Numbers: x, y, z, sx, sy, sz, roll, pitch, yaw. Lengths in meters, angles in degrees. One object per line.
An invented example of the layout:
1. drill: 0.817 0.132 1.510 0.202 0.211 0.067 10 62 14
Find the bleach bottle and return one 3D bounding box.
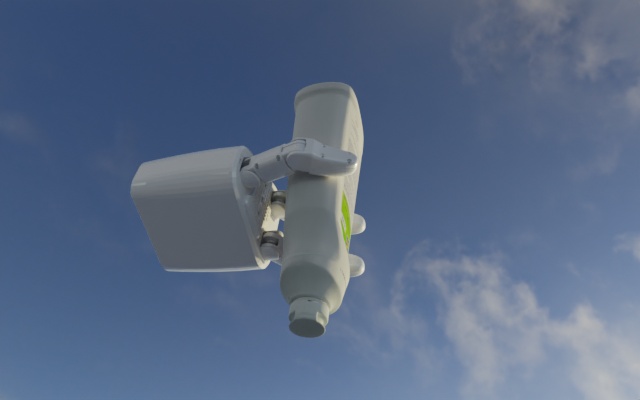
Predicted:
1. bleach bottle: 0.000 0.001 0.441 0.068 0.250 0.103 -6 -45 14
